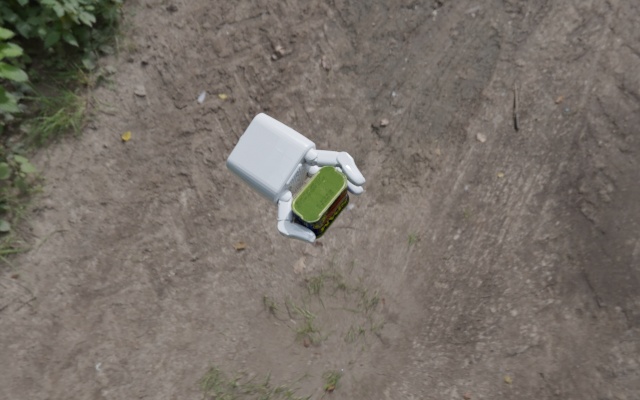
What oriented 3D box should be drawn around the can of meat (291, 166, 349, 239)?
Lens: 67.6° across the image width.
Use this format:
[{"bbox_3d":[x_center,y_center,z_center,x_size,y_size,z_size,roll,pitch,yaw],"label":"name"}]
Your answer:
[{"bbox_3d":[0.000,0.002,0.756,0.057,0.102,0.084,36,-14,14],"label":"can of meat"}]
